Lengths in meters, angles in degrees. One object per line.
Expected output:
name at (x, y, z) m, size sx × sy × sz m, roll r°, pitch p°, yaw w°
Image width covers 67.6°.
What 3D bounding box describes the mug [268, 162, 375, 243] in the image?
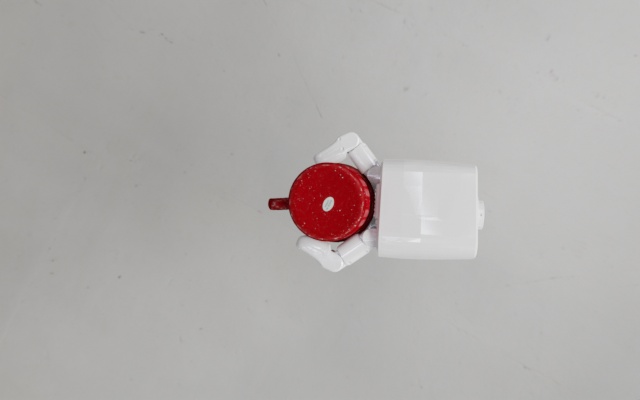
mug at (-0.001, 0.002, 0.521) m, size 0.117 × 0.093 × 0.081 m, roll 1°, pitch -1°, yaw 9°
